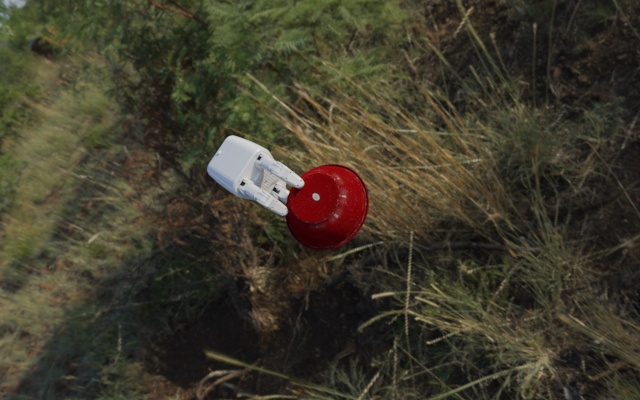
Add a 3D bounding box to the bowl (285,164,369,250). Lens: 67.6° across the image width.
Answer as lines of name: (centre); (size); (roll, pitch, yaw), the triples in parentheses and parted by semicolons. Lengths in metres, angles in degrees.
bowl: (0.001, 0.003, 0.830); (0.162, 0.162, 0.055); (0, -17, 23)
